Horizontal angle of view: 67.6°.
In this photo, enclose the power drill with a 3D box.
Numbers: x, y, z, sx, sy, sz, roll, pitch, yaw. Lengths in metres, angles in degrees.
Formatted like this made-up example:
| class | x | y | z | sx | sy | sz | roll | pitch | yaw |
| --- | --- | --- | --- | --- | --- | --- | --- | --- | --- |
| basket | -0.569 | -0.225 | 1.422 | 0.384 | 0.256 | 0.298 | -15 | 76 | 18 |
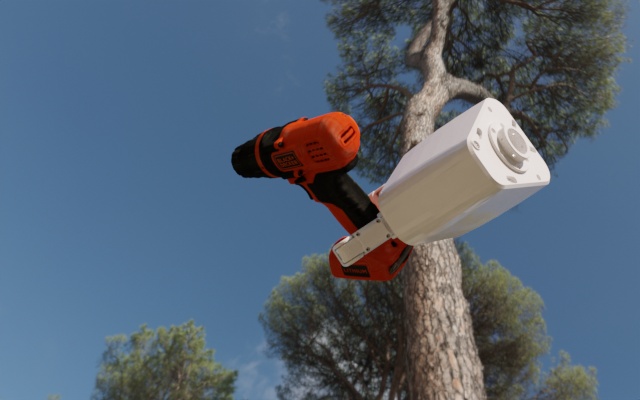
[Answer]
| class | x | y | z | sx | sy | sz | roll | pitch | yaw |
| --- | --- | --- | --- | --- | --- | --- | --- | --- | --- |
| power drill | 0.001 | 0.002 | 0.508 | 0.184 | 0.188 | 0.057 | -6 | 37 | 51 |
